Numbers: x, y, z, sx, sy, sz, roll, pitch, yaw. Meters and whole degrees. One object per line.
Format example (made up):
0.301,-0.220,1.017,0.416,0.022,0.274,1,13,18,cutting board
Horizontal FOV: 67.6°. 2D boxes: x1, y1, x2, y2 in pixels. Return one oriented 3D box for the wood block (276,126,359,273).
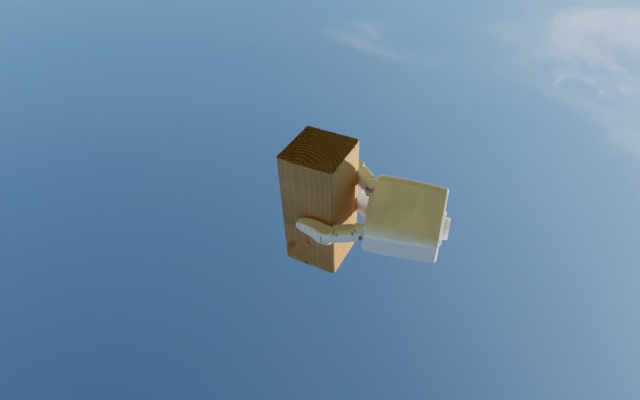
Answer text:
0.000,0.003,0.738,0.090,0.206,0.090,18,46,22,wood block
